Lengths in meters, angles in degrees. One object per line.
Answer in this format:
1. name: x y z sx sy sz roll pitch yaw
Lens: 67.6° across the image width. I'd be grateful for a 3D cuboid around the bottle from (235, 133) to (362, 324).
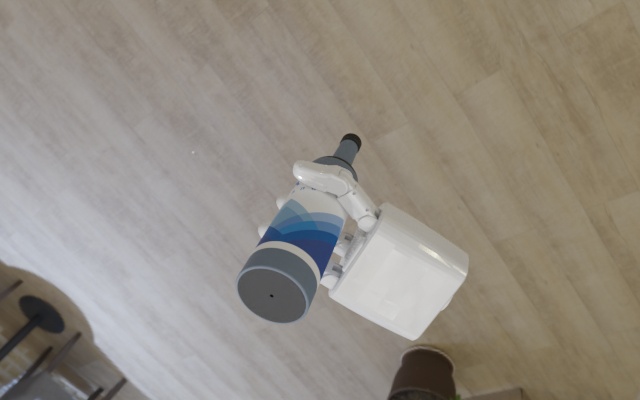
1. bottle: 0.000 0.002 0.518 0.069 0.069 0.295 0 33 20
